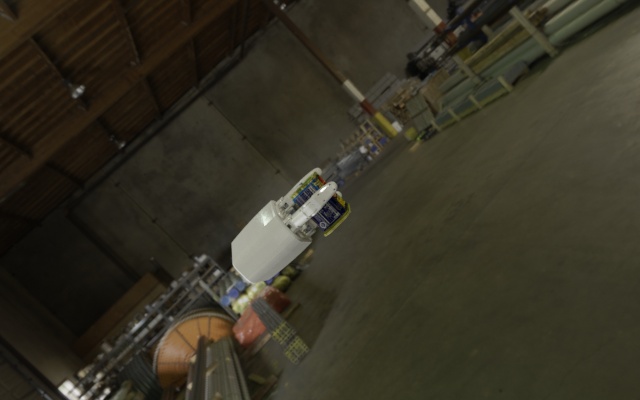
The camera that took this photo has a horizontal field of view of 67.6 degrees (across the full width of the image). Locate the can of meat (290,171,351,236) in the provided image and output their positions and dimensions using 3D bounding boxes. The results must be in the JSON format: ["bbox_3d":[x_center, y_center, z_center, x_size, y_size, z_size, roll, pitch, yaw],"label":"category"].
[{"bbox_3d":[0.000,0.002,0.781,0.057,0.084,0.102,-44,5,8],"label":"can of meat"}]
